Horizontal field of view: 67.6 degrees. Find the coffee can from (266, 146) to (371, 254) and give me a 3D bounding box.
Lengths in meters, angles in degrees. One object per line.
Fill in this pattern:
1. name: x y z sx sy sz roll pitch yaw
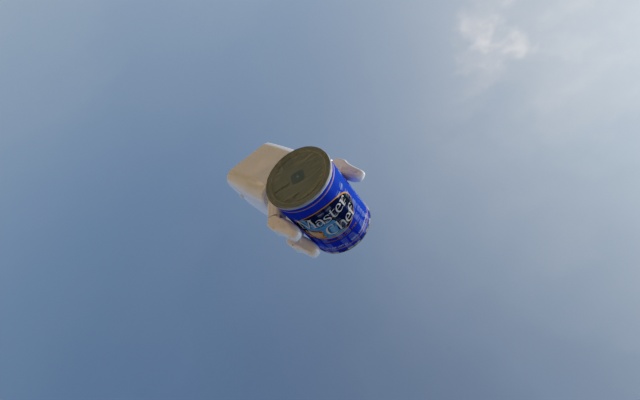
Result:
1. coffee can: 0.000 0.002 0.704 0.103 0.102 0.140 0 -31 33
